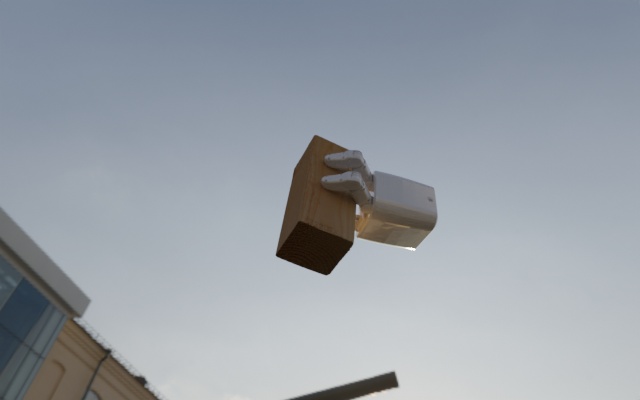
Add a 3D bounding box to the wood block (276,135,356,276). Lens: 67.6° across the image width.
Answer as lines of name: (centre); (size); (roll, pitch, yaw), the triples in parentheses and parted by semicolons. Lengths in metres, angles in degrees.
wood block: (0.000, 0.003, 0.763); (0.090, 0.206, 0.091); (23, -49, -13)
